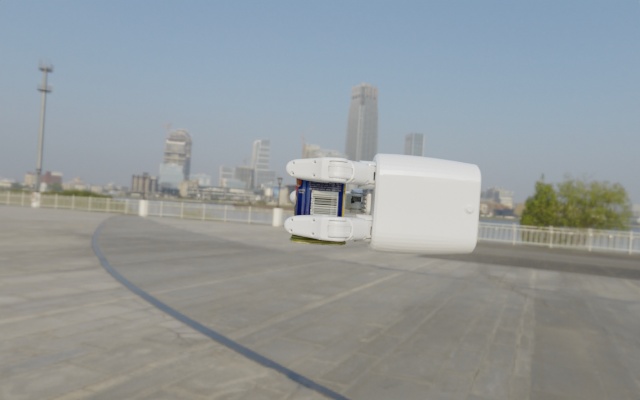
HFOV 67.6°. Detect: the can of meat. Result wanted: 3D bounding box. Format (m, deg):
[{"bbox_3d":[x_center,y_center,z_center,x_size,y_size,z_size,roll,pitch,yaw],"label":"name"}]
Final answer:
[{"bbox_3d":[0.000,0.001,0.515,0.057,0.084,0.102,4,0,1],"label":"can of meat"}]
